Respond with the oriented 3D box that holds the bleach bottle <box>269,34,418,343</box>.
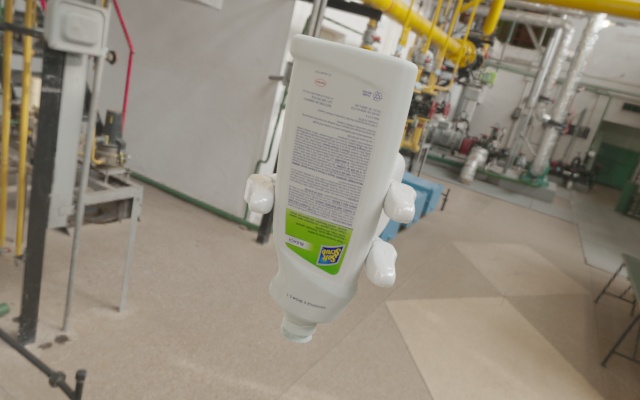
[{"bbox_3d":[0.000,0.001,0.400,0.102,0.251,0.068,19,16,16],"label":"bleach bottle"}]
